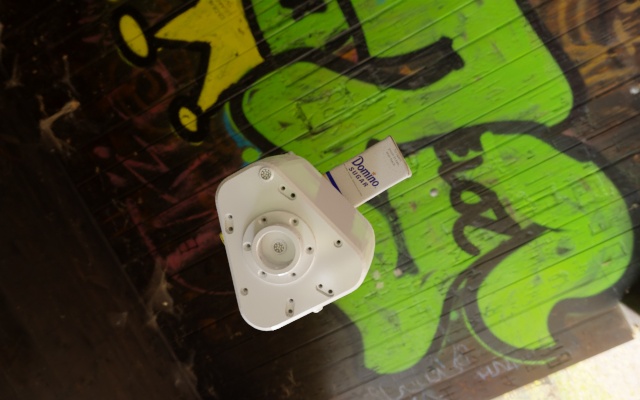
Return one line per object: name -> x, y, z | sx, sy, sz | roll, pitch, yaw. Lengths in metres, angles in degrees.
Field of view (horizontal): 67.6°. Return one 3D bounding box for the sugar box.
sugar box -> 0.000, 0.002, 0.457 | 0.176, 0.048, 0.093 | -27, 0, 10
